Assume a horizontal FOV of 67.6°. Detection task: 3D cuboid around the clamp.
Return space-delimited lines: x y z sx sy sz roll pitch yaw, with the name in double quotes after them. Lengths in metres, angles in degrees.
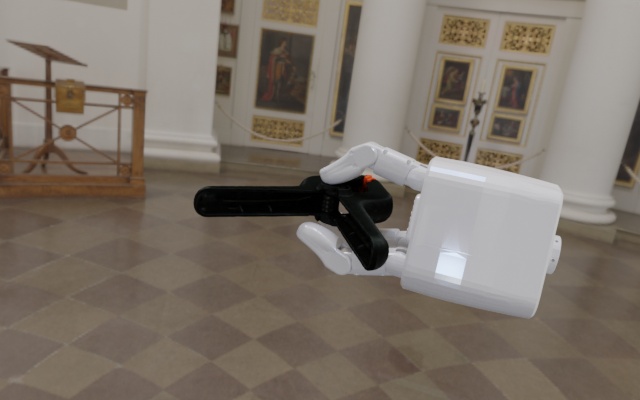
0.001 0.001 0.439 0.164 0.036 0.210 15 16 16 "clamp"
